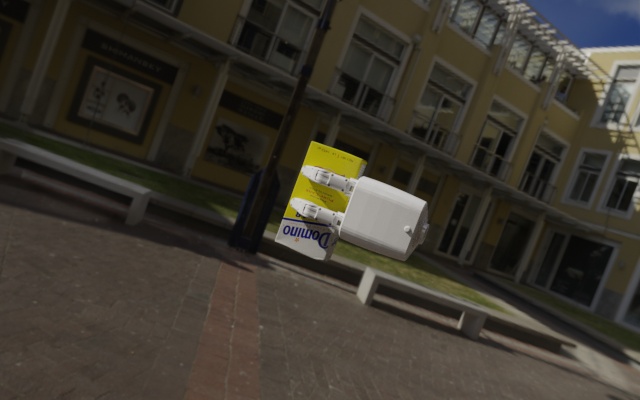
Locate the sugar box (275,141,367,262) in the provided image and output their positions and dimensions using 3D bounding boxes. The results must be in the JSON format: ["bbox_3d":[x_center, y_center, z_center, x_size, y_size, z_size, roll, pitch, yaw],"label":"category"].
[{"bbox_3d":[0.000,0.002,0.775,0.093,0.176,0.048,21,2,16],"label":"sugar box"}]
